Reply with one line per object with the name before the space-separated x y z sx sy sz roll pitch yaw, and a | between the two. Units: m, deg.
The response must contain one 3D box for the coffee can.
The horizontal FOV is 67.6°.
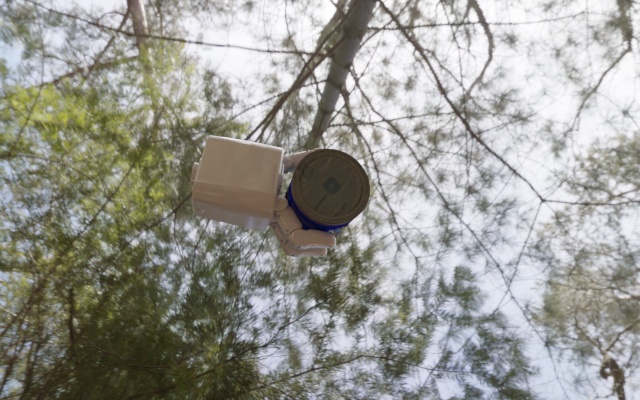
coffee can | 0.000 0.002 0.670 0.103 0.102 0.140 0 -18 -13
